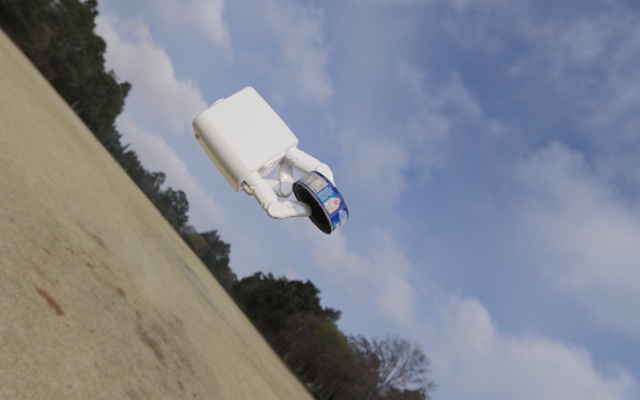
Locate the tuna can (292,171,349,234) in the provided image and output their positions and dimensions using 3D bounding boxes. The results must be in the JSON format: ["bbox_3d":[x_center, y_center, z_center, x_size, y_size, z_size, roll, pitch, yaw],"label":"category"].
[{"bbox_3d":[0.001,0.002,0.652,0.033,0.086,0.086,-36,12,-17],"label":"tuna can"}]
